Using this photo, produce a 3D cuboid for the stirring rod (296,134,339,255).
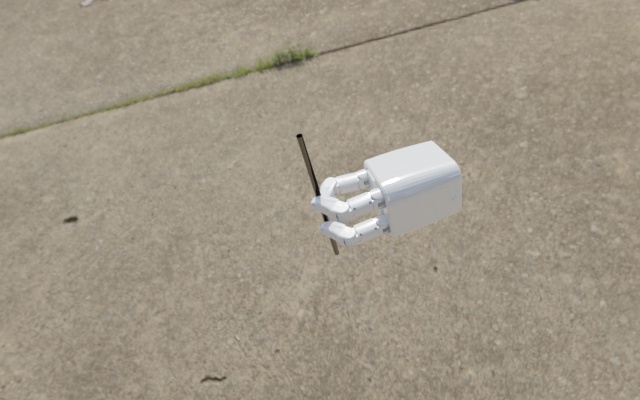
[{"bbox_3d":[0.000,0.002,0.660,0.011,0.011,0.240,0,-42,17],"label":"stirring rod"}]
